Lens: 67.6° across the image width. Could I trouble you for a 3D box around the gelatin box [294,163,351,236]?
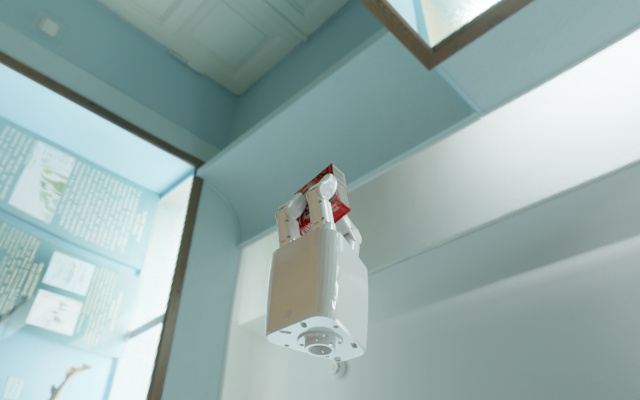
[{"bbox_3d":[0.000,0.002,0.631,0.073,0.089,0.030,-39,-61,22],"label":"gelatin box"}]
